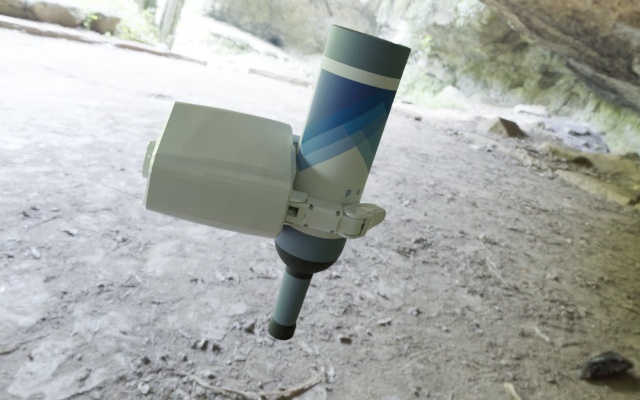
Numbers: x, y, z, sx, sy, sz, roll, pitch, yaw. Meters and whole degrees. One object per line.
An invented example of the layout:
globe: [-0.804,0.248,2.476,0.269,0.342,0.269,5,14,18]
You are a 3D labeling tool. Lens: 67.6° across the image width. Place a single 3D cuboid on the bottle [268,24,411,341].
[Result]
bottle: [0.000,0.001,0.430,0.069,0.296,0.069,15,21,-6]
